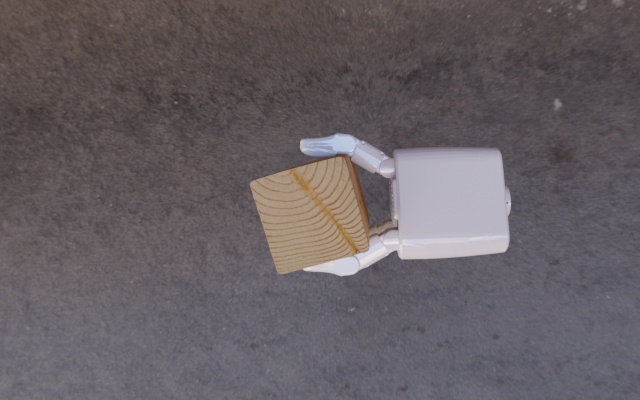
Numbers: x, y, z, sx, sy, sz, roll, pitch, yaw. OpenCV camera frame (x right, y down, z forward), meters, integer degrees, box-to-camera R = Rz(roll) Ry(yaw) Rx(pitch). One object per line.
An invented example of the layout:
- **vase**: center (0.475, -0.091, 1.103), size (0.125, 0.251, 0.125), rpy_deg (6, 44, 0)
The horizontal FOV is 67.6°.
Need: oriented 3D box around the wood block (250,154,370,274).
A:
- **wood block**: center (0.000, 0.001, 0.524), size (0.090, 0.091, 0.206), rpy_deg (-15, 5, 7)
